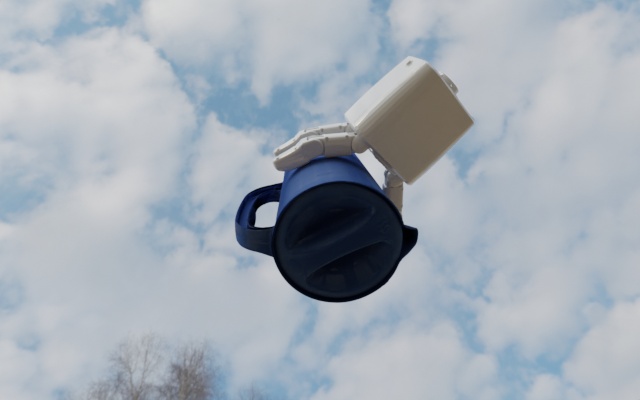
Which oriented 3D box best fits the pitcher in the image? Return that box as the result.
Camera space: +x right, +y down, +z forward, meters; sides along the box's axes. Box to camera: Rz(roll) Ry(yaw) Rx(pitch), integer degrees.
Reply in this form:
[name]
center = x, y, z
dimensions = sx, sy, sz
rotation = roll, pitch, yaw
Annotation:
[pitcher]
center = 0.000, 0.002, 0.571
dimensions = 0.149, 0.145, 0.242
rotation = 42, 12, -18
